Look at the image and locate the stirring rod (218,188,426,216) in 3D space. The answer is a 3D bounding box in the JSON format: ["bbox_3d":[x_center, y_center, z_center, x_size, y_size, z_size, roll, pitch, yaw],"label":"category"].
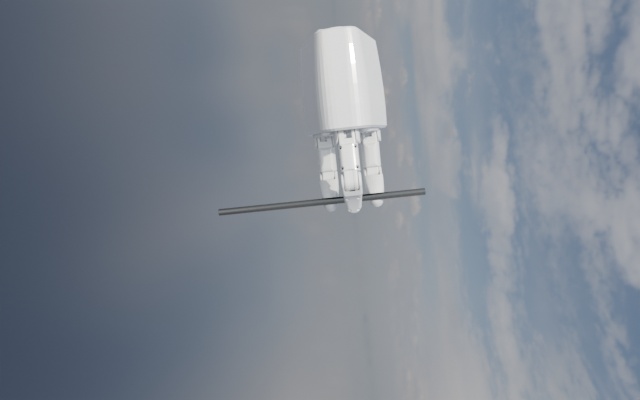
[{"bbox_3d":[0.000,0.002,0.554,0.239,0.011,0.011,-6,0,4],"label":"stirring rod"}]
